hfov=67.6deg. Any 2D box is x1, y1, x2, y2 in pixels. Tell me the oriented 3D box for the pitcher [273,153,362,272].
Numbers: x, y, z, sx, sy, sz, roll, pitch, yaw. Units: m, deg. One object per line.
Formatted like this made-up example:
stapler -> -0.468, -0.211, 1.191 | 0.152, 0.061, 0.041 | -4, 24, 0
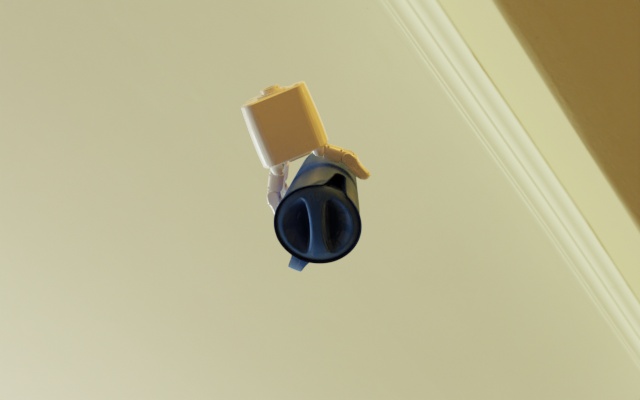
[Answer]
pitcher -> 0.000, 0.003, 0.824 | 0.149, 0.145, 0.242 | -20, 19, 13
